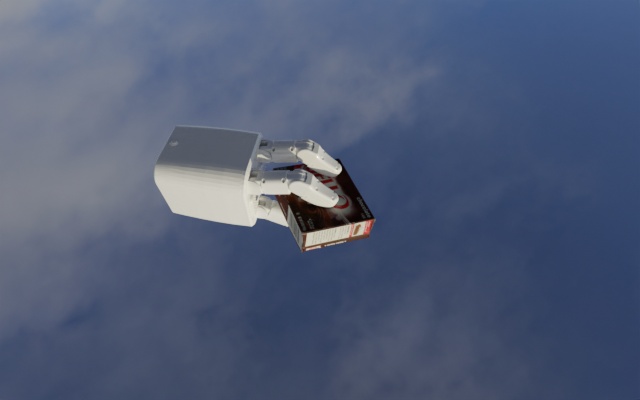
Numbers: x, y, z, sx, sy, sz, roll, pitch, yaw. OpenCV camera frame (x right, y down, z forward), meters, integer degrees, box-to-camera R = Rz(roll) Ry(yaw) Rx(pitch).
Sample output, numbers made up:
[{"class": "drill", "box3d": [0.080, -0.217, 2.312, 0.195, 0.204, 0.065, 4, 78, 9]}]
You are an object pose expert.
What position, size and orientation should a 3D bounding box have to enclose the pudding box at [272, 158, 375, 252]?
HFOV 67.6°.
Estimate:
[{"class": "pudding box", "box3d": [0.000, 0.002, 0.570, 0.090, 0.113, 0.039, -11, -40, -19]}]
